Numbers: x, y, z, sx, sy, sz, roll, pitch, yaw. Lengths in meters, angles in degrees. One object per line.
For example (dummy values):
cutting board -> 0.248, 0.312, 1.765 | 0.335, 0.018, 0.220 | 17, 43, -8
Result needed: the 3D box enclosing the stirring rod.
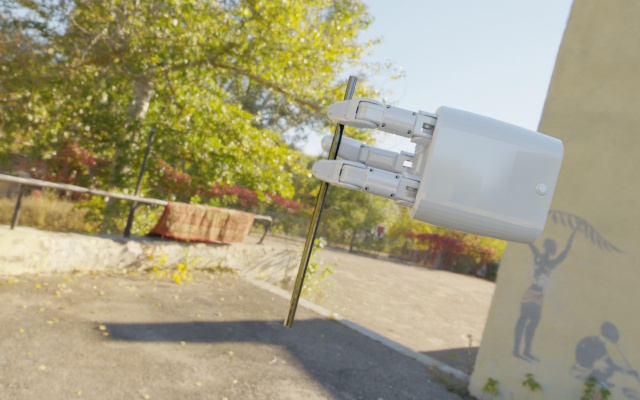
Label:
stirring rod -> 0.000, 0.002, 0.446 | 0.011, 0.239, 0.011 | 15, 1, 0
